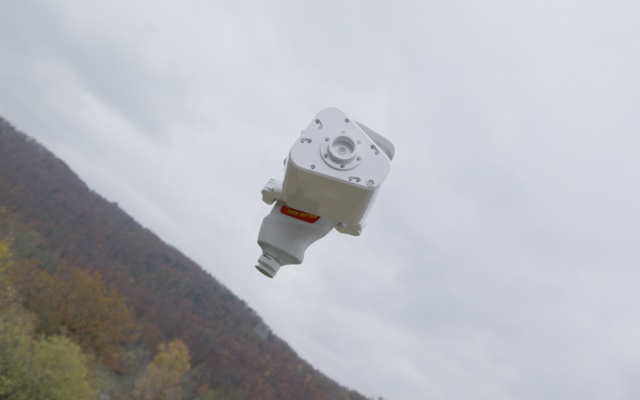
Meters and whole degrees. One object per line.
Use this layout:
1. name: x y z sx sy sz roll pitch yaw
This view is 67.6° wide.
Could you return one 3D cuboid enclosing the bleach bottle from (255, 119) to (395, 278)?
1. bleach bottle: 0.000 0.002 0.664 0.102 0.250 0.068 32 -22 8
